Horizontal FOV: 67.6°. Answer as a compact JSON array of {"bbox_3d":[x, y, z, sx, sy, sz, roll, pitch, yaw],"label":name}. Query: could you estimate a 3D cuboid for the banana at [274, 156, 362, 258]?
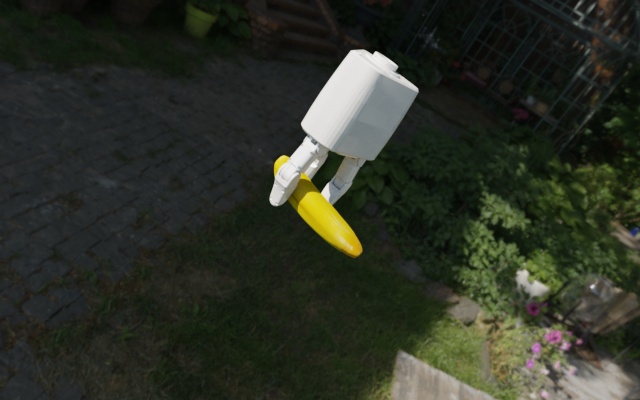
[{"bbox_3d":[-0.014,-0.004,0.615,0.070,0.037,0.197,20,25,-45],"label":"banana"}]
